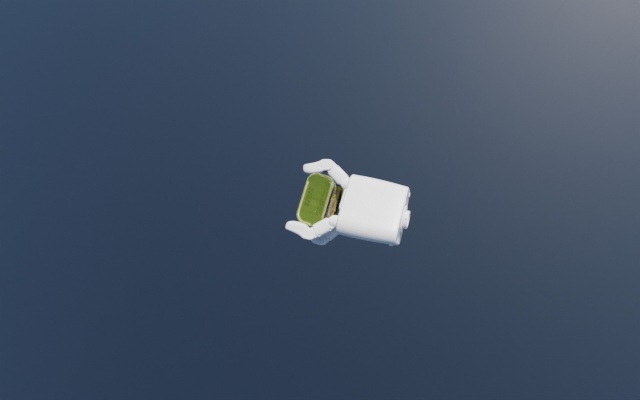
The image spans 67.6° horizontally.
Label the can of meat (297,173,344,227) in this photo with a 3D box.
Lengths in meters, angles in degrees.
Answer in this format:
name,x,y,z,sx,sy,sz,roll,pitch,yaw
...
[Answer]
name,x,y,z,sx,sy,sz,roll,pitch,yaw
can of meat,0.000,0.003,0.894,0.057,0.102,0.084,16,-2,16
